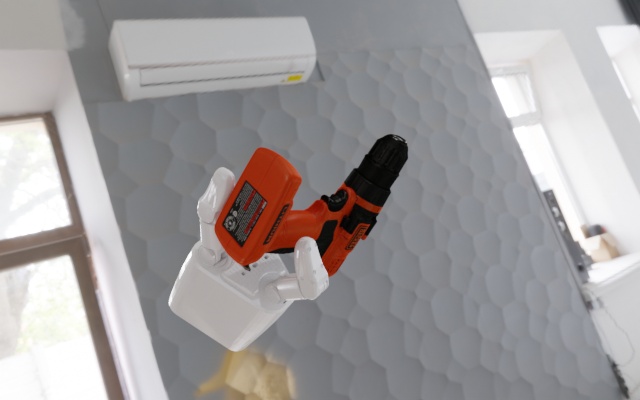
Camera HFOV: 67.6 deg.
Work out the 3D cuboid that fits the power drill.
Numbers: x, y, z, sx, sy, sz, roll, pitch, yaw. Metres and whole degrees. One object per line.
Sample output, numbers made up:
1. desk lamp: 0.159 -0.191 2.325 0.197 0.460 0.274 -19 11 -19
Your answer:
1. power drill: 0.000 0.002 0.482 0.057 0.184 0.188 41 18 34
